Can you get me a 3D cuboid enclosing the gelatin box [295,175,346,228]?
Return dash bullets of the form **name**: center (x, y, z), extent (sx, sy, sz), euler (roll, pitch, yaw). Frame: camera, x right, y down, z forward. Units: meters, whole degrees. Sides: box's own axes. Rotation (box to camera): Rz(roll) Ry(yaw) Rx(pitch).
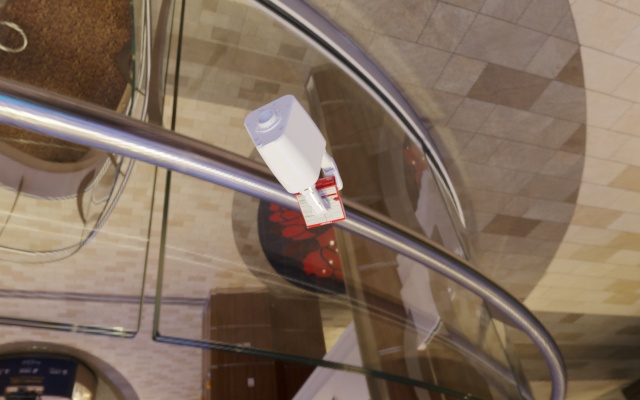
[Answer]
- **gelatin box**: center (0.000, 0.003, 0.844), extent (0.073, 0.089, 0.030), euler (-13, 41, 6)
